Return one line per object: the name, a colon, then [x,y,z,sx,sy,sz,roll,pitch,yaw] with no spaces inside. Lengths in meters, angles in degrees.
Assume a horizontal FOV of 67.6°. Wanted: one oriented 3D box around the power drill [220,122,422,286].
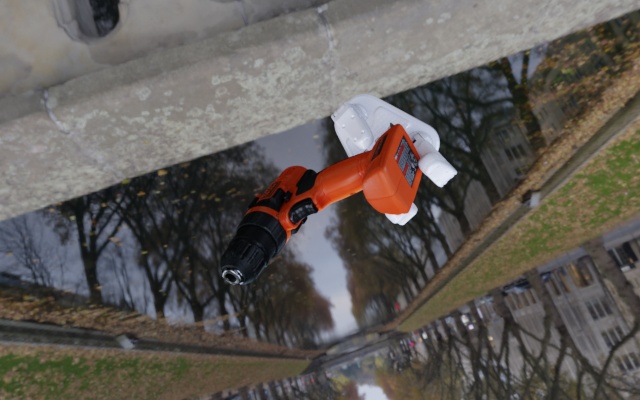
power drill: [0.001,0.001,0.475,0.188,0.057,0.184,-19,26,32]
